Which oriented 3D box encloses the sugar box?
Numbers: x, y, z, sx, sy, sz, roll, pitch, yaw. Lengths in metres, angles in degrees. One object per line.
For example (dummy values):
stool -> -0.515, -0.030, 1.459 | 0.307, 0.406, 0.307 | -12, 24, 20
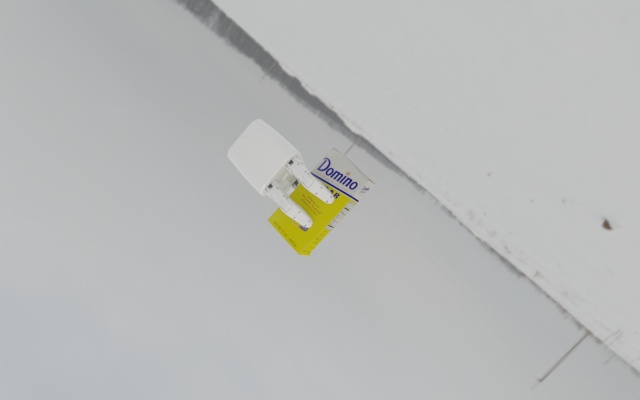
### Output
sugar box -> 0.000, 0.003, 0.829 | 0.093, 0.176, 0.048 | 45, 10, 23
